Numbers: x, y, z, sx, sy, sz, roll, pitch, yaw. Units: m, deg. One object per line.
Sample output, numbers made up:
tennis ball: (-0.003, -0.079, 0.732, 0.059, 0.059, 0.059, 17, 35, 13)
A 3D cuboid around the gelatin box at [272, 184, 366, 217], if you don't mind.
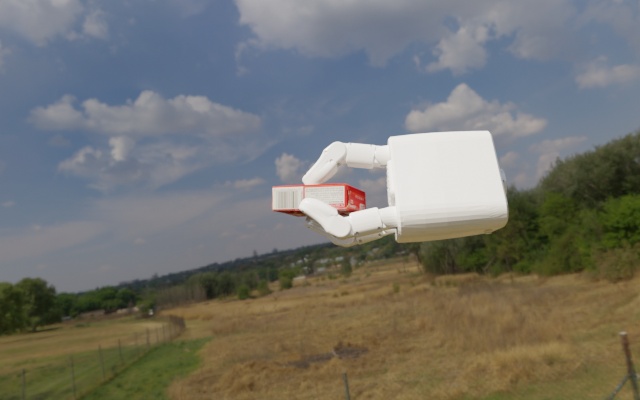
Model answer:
gelatin box: (0.000, 0.001, 0.538, 0.089, 0.030, 0.073, -2, -7, 19)
